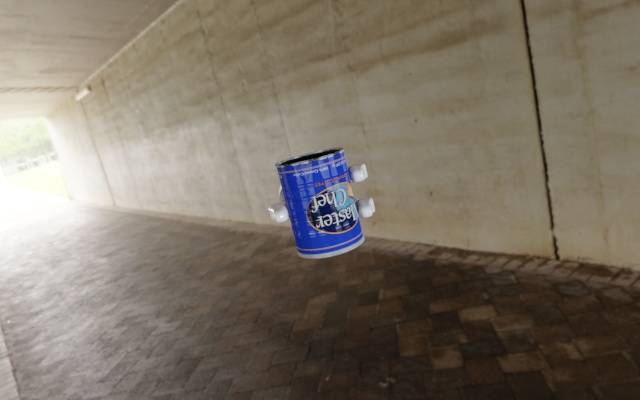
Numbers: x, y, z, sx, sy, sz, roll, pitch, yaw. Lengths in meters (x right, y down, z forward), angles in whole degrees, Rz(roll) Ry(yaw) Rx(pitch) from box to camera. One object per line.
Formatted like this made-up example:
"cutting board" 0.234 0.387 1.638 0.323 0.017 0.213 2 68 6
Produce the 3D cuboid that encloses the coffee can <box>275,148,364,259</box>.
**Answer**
"coffee can" 0.000 0.003 0.705 0.103 0.140 0.103 -13 11 3
